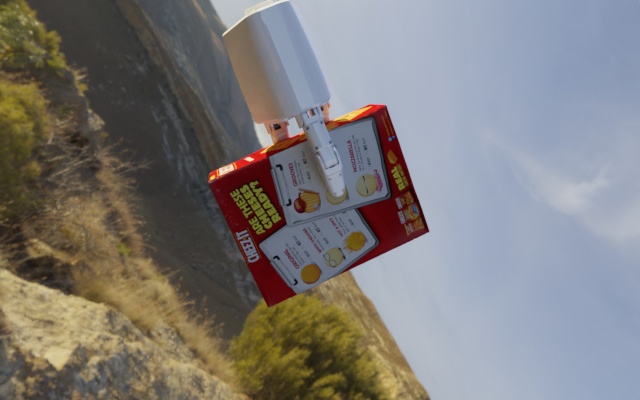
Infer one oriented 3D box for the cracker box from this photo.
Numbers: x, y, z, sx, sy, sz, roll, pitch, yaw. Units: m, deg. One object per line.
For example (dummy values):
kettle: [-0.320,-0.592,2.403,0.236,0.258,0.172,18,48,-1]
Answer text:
cracker box: [0.000,0.002,0.565,0.213,0.164,0.072,-24,16,-6]
